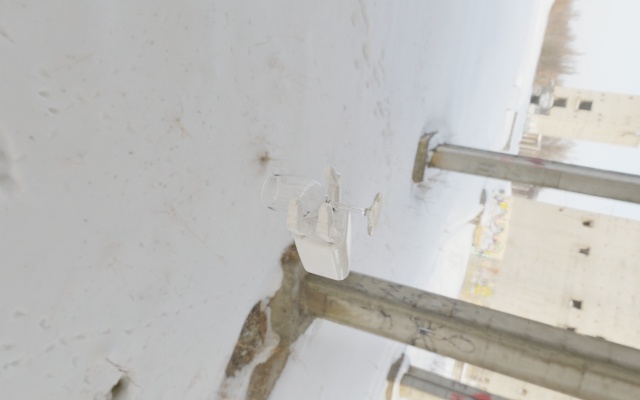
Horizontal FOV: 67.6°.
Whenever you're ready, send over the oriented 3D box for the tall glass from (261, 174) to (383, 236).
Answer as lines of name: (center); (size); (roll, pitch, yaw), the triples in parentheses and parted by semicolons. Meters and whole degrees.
tall glass: (0.001, 0.003, 0.821); (0.201, 0.079, 0.079); (13, 4, 20)
